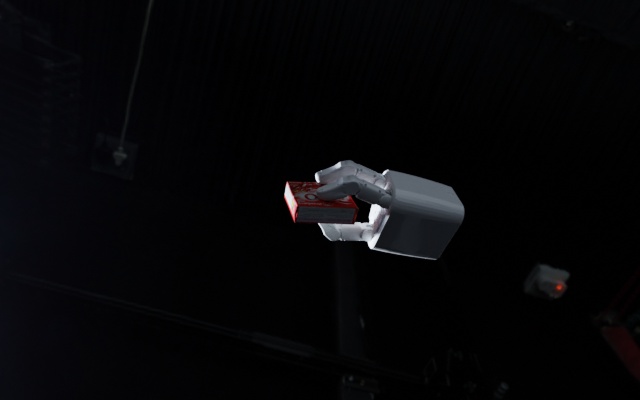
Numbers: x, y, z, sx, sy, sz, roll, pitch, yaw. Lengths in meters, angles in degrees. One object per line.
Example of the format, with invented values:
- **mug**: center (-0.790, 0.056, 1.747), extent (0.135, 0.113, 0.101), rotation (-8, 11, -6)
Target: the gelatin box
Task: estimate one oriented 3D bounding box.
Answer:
- **gelatin box**: center (0.000, 0.003, 0.672), extent (0.089, 0.030, 0.073), rotation (2, 28, -17)
